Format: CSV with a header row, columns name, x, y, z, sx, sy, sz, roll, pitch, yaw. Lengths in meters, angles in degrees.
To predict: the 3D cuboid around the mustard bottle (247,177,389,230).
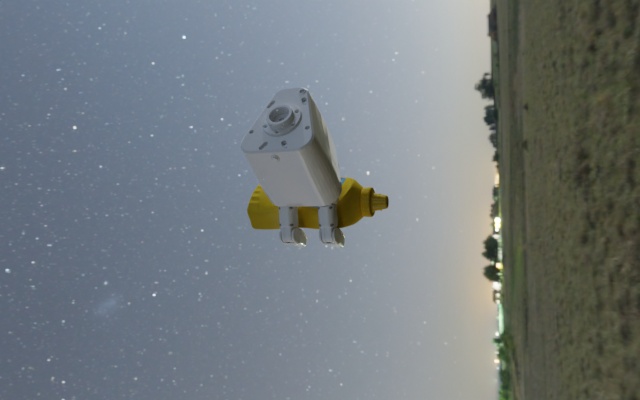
name,x,y,z,sx,sy,sz,roll,pitch,yaw
mustard bottle,0.000,0.002,0.674,0.191,0.058,0.096,-1,31,20
